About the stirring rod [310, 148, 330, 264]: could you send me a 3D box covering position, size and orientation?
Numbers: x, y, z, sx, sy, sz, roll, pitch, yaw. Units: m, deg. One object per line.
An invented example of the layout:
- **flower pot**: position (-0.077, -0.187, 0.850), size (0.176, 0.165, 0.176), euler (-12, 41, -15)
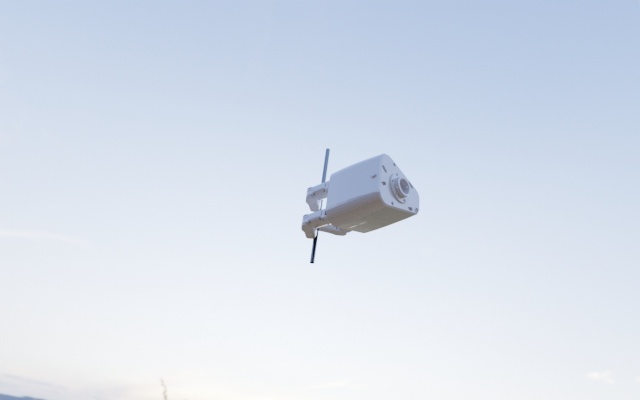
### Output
- **stirring rod**: position (0.000, 0.003, 0.862), size (0.011, 0.239, 0.011), euler (6, -31, 4)
